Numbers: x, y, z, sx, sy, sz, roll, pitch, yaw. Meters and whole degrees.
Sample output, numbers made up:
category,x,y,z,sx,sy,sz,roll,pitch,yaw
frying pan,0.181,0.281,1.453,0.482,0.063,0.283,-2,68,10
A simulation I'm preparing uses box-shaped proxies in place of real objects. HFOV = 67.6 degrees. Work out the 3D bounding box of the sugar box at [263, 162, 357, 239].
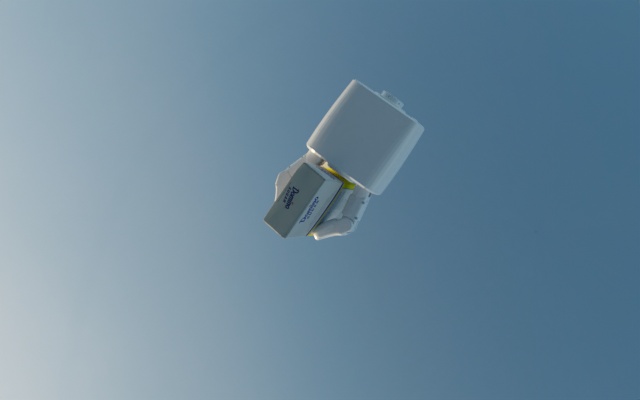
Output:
category,x,y,z,sx,sy,sz,roll,pitch,yaw
sugar box,0.000,0.002,0.657,0.048,0.093,0.176,40,12,21
